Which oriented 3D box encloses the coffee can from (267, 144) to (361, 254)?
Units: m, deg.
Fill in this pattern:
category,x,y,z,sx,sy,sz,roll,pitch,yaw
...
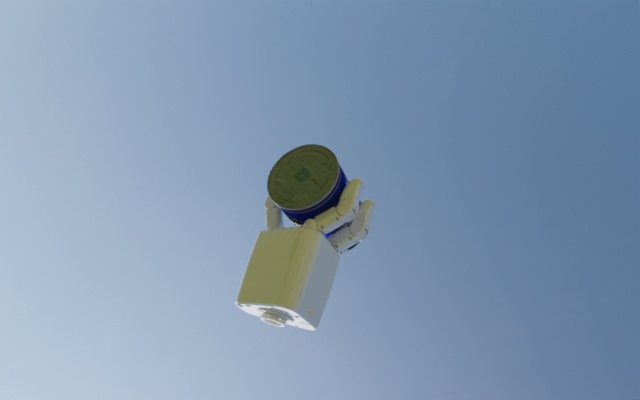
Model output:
category,x,y,z,sx,sy,sz,roll,pitch,yaw
coffee can,0.000,0.002,0.683,0.103,0.102,0.140,0,-31,25
